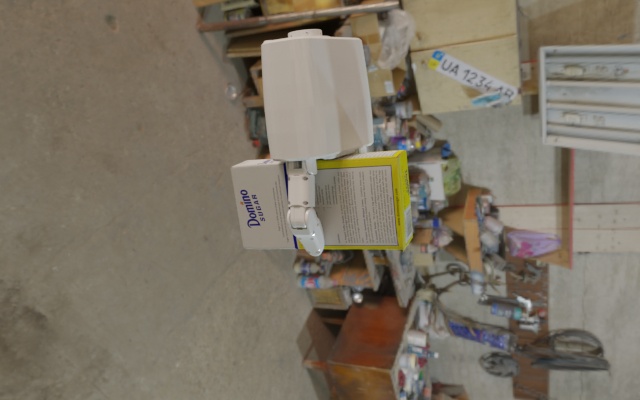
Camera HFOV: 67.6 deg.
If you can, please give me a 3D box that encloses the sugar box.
[{"bbox_3d":[0.000,0.001,0.486,0.176,0.093,0.048,0,15,23],"label":"sugar box"}]
